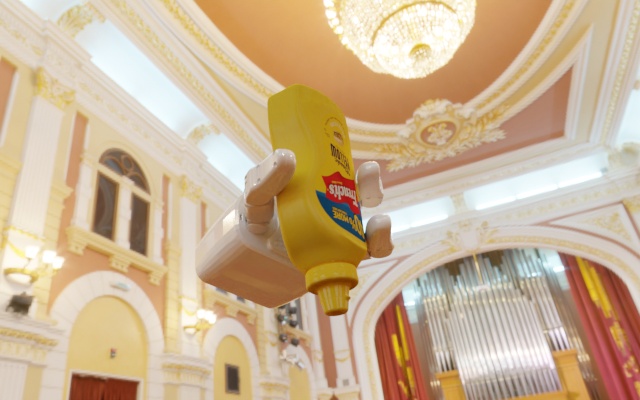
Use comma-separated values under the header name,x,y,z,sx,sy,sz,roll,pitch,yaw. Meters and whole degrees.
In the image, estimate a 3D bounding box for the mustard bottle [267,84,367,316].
name,x,y,z,sx,sy,sz,roll,pitch,yaw
mustard bottle,0.000,0.001,0.402,0.058,0.191,0.096,-21,-31,23
